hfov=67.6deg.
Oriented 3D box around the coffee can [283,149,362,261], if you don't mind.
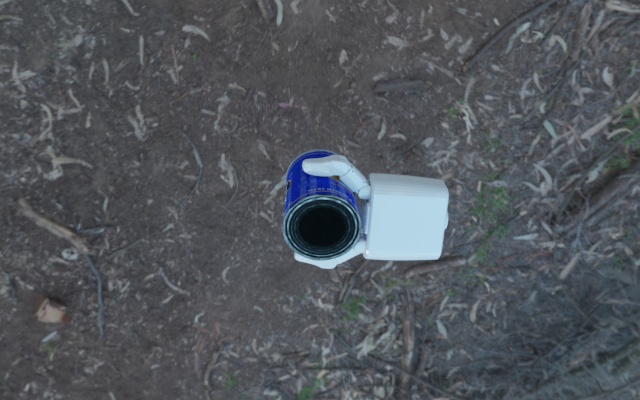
[{"bbox_3d":[0.000,0.002,0.675,0.103,0.103,0.140,0,30,-2],"label":"coffee can"}]
